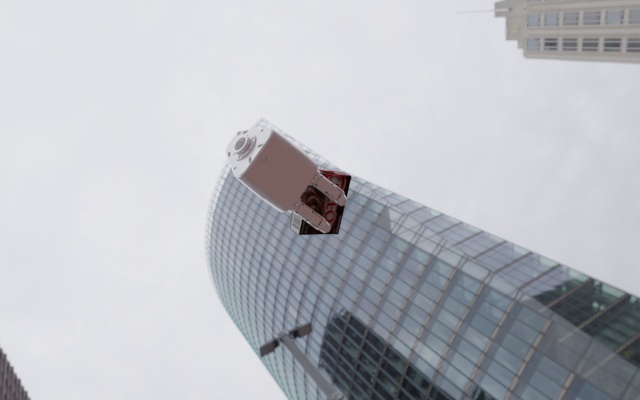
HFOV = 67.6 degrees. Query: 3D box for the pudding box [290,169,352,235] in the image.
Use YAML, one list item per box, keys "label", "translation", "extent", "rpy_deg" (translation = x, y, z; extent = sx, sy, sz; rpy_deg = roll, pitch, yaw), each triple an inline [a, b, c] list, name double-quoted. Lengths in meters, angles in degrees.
- label: "pudding box"
  translation: [0.000, 0.003, 0.834]
  extent: [0.090, 0.113, 0.039]
  rpy_deg: [2, 18, -37]
